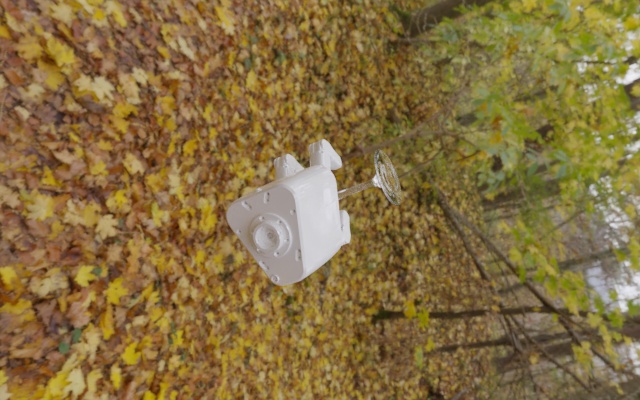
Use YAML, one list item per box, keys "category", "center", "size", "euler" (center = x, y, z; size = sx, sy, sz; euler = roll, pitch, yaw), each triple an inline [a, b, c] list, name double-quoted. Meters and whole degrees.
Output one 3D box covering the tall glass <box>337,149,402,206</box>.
- category: "tall glass"
  center: [0.001, 0.002, 0.633]
  size: [0.201, 0.079, 0.079]
  euler: [-20, -9, 25]
